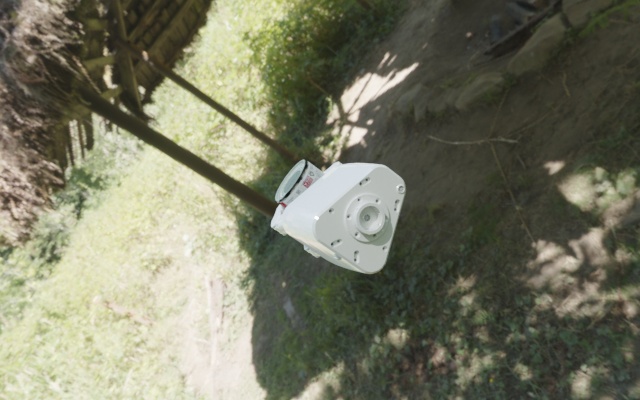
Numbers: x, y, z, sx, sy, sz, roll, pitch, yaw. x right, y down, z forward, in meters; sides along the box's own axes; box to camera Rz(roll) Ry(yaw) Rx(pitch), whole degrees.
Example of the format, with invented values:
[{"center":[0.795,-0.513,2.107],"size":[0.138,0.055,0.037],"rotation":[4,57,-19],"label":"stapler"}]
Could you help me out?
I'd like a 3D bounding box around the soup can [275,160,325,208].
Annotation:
[{"center":[0.000,0.002,0.627],"size":[0.102,0.068,0.068],"rotation":[35,-12,-17],"label":"soup can"}]
